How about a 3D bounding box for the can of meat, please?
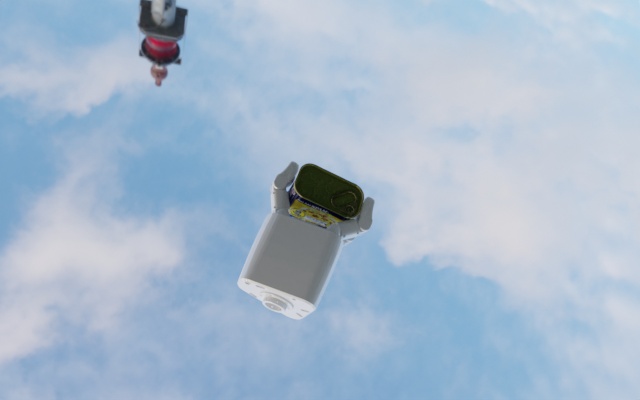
[{"bbox_3d":[0.000,0.002,0.704,0.102,0.057,0.084,25,-30,-8],"label":"can of meat"}]
